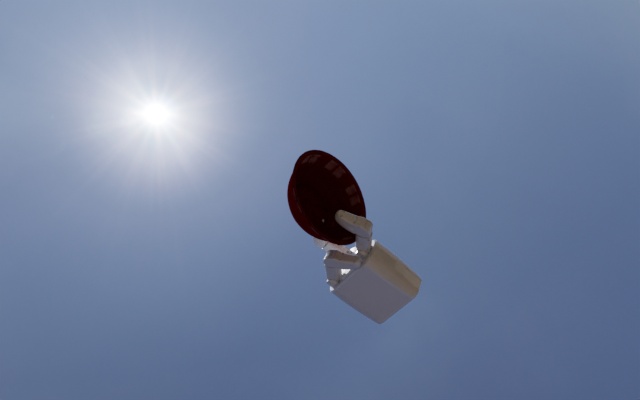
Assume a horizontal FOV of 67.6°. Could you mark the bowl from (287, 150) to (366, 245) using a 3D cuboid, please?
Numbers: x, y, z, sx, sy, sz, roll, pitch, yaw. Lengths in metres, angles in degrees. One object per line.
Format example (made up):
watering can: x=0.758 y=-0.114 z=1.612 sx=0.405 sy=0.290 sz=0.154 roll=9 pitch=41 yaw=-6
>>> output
bowl: x=-0.001 y=0.002 z=0.766 sx=0.055 sy=0.162 sz=0.162 roll=-27 pitch=-18 yaw=39
